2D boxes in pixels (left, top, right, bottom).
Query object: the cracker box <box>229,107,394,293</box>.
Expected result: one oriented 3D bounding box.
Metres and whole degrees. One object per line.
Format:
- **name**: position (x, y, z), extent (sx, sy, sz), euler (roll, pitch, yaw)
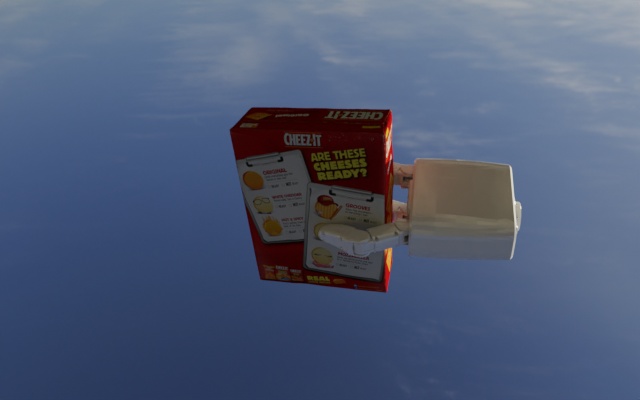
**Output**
- **cracker box**: position (0.000, 0.002, 0.556), extent (0.164, 0.214, 0.072), euler (4, 34, 14)
